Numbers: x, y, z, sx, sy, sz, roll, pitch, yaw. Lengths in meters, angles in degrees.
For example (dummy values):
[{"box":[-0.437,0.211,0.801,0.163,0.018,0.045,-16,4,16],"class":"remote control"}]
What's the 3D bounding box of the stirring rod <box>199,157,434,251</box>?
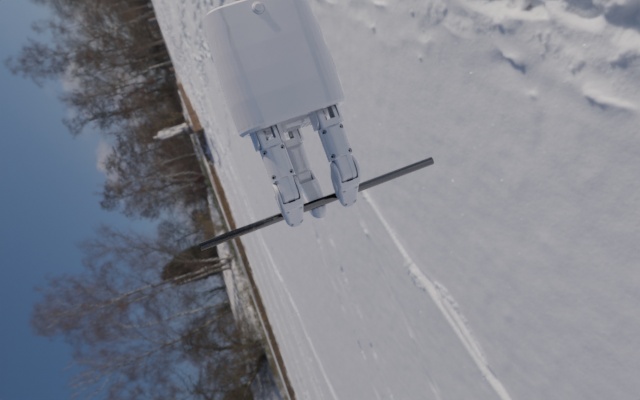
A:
[{"box":[0.000,0.001,0.460,0.239,0.011,0.011,-20,3,-8],"class":"stirring rod"}]
